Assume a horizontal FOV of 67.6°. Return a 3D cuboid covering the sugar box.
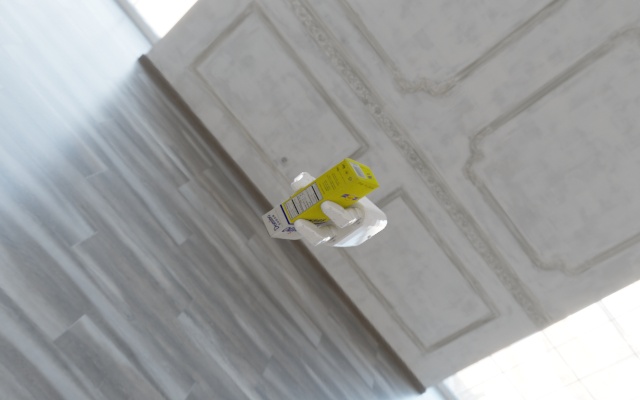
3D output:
[{"bbox_3d":[0.001,0.003,0.774,0.176,0.048,0.093,-37,-23,20],"label":"sugar box"}]
